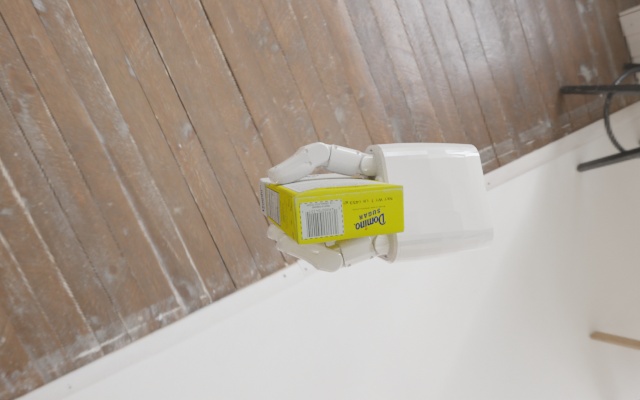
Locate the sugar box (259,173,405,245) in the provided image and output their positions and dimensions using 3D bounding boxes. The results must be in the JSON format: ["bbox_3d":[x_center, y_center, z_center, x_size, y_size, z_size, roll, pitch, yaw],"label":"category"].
[{"bbox_3d":[0.000,0.002,0.456,0.093,0.048,0.176,-5,5,-15],"label":"sugar box"}]
